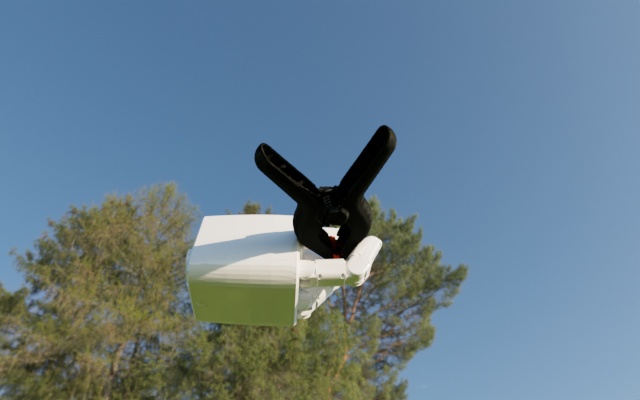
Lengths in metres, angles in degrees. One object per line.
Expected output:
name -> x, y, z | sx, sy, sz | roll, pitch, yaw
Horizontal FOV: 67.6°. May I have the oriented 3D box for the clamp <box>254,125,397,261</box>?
clamp -> 0.000, 0.001, 0.452 | 0.120, 0.172, 0.039 | 2, 44, -4
